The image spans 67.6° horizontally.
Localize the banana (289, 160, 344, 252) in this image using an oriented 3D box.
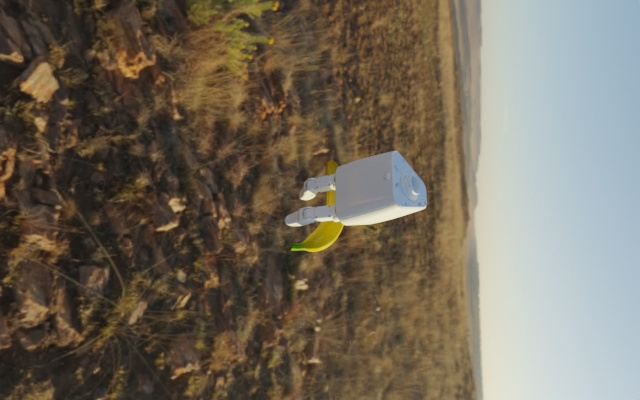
[{"bbox_3d":[0.014,0.015,0.820,0.069,0.197,0.037,33,-36,-14],"label":"banana"}]
